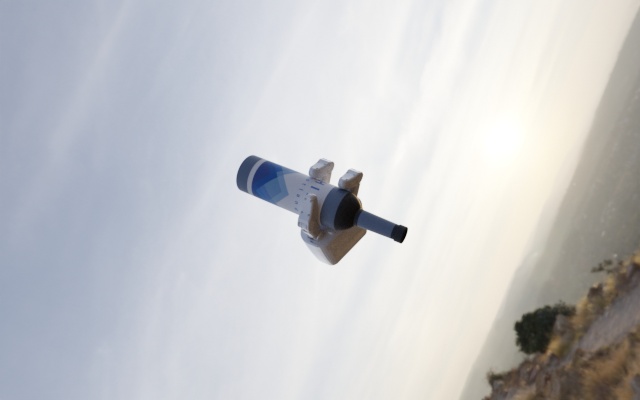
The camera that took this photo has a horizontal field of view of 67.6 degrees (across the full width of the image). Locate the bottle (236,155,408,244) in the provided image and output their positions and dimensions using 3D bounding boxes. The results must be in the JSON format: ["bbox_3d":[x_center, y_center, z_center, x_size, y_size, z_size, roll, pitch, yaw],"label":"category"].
[{"bbox_3d":[0.000,0.002,0.771,0.295,0.069,0.069,22,9,23],"label":"bottle"}]
